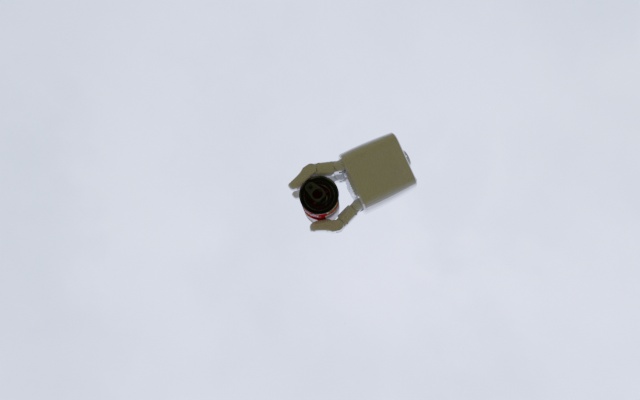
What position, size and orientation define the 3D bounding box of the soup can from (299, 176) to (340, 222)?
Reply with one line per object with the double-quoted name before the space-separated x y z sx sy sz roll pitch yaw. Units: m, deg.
"soup can" 0.000 0.003 0.849 0.068 0.068 0.102 0 -14 3
